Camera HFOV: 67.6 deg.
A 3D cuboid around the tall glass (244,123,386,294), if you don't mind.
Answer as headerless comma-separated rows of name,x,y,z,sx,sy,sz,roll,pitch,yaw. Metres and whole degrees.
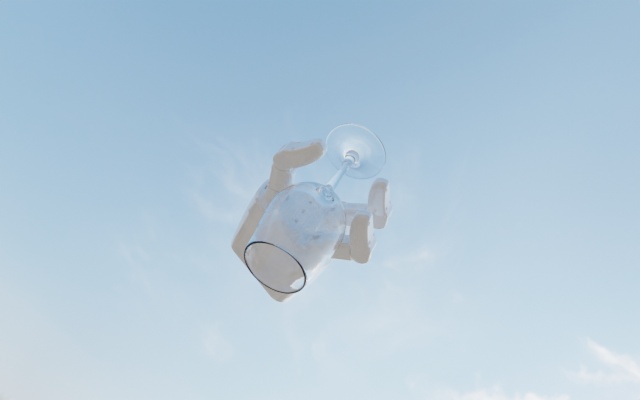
tall glass,0.000,0.001,0.484,0.079,0.079,0.201,0,35,30
